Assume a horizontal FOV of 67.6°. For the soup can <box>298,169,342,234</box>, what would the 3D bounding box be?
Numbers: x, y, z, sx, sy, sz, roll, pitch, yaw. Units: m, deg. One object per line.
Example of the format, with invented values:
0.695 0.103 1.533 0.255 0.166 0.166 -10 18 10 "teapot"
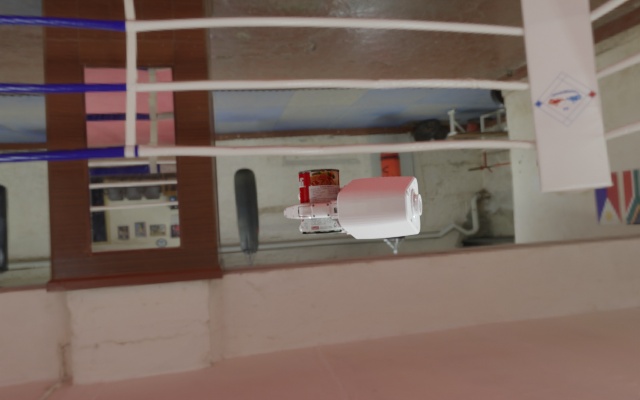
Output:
0.000 0.003 0.779 0.068 0.102 0.068 -3 -2 0 "soup can"
